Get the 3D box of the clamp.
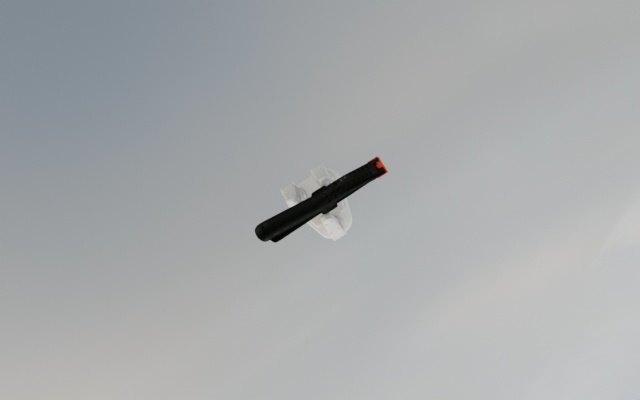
[{"bbox_3d":[0.001,0.003,0.677,0.210,0.036,0.164,-32,-3,4],"label":"clamp"}]
